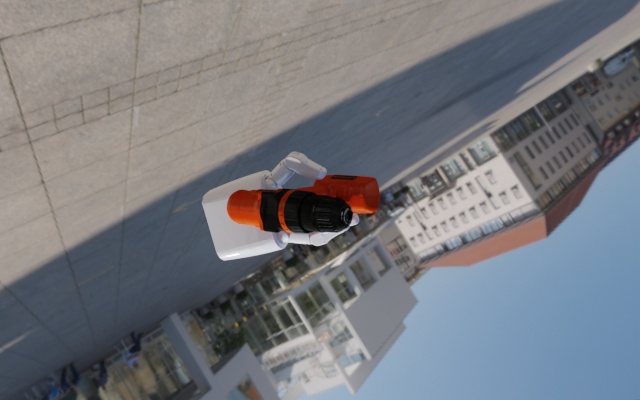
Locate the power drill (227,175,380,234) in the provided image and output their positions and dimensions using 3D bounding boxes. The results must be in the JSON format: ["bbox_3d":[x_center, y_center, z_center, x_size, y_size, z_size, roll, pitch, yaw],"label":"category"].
[{"bbox_3d":[0.000,0.002,0.629,0.184,0.057,0.187,6,10,37],"label":"power drill"}]
